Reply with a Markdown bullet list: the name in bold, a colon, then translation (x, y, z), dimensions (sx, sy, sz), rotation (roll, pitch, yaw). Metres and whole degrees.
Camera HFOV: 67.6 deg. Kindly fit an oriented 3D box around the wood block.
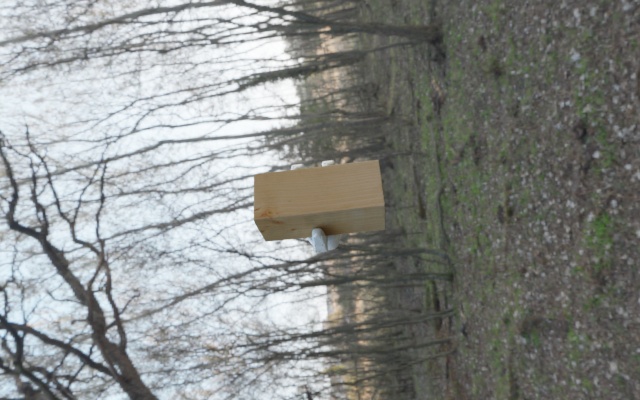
- **wood block**: translation (0.000, 0.003, 0.794), dimensions (0.206, 0.090, 0.090), rotation (-7, -29, 4)
